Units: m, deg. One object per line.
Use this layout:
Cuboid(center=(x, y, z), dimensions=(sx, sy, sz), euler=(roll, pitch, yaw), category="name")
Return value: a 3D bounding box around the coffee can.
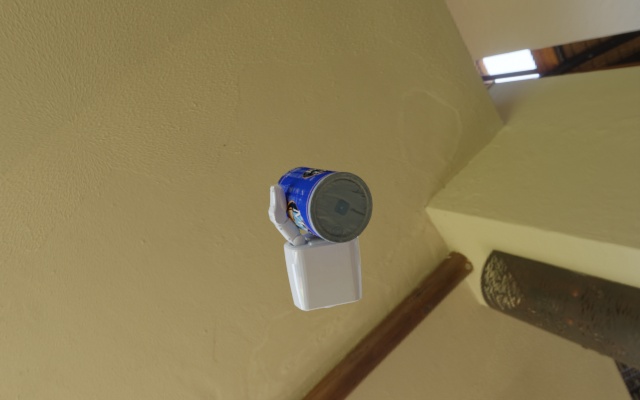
Cuboid(center=(0.000, 0.002, 0.738), dimensions=(0.103, 0.103, 0.140), euler=(0, 7, -27), category="coffee can")
